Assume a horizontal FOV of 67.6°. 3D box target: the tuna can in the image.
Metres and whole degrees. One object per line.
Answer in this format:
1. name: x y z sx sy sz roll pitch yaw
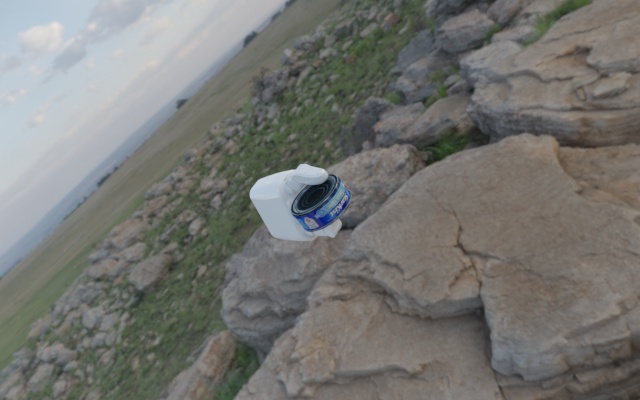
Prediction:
1. tuna can: 0.000 0.002 0.675 0.086 0.034 0.086 -31 26 17
